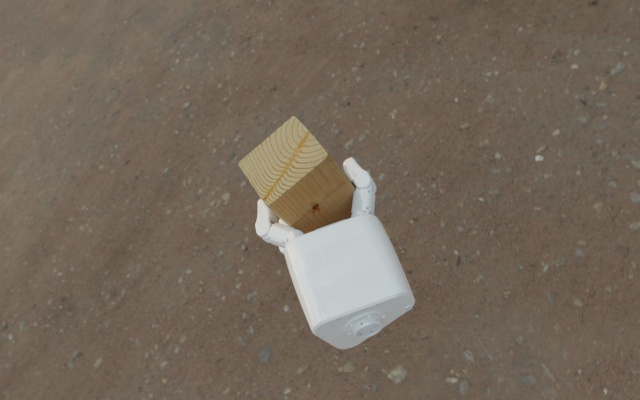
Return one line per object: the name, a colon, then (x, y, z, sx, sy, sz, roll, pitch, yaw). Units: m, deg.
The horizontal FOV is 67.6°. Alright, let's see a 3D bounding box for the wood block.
wood block: (0.000, 0.002, 0.618, 0.090, 0.091, 0.206, 52, 2, 40)
